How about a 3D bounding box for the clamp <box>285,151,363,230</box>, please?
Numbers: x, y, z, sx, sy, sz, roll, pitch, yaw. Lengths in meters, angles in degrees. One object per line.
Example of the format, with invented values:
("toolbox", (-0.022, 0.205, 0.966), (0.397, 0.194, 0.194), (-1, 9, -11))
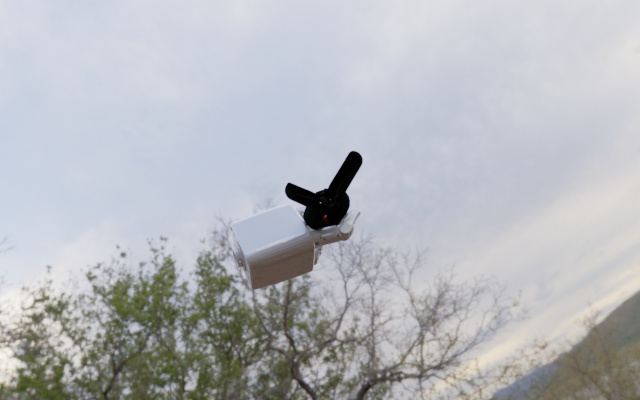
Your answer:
("clamp", (0.000, 0.002, 0.718), (0.120, 0.039, 0.172), (-17, -34, -17))
